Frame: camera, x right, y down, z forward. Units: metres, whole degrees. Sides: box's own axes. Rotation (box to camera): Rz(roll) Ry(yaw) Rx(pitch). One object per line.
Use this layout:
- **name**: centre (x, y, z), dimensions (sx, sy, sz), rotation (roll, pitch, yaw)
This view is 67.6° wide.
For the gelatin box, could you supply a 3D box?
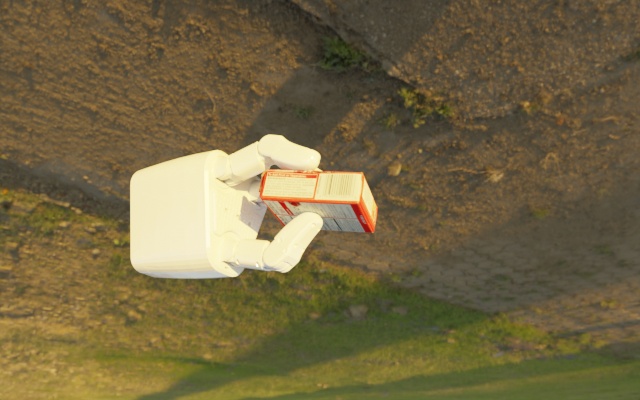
- **gelatin box**: centre (0.000, 0.002, 0.420), dimensions (0.089, 0.030, 0.073), rotation (3, -22, 17)
